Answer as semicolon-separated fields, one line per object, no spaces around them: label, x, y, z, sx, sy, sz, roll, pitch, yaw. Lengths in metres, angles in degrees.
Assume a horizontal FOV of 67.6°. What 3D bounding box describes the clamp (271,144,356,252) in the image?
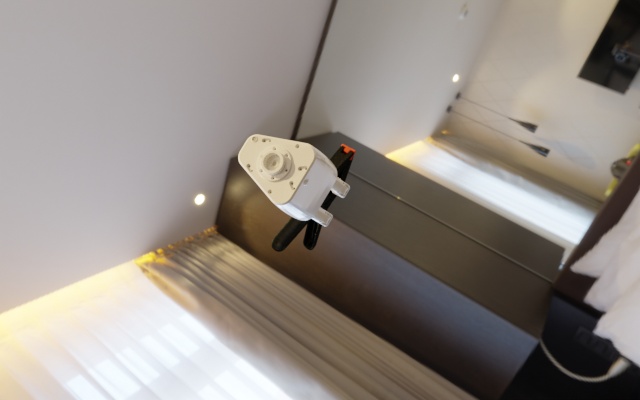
clamp;0.000;0.002;0.831;0.036;0.210;0.164;31;-2;17
